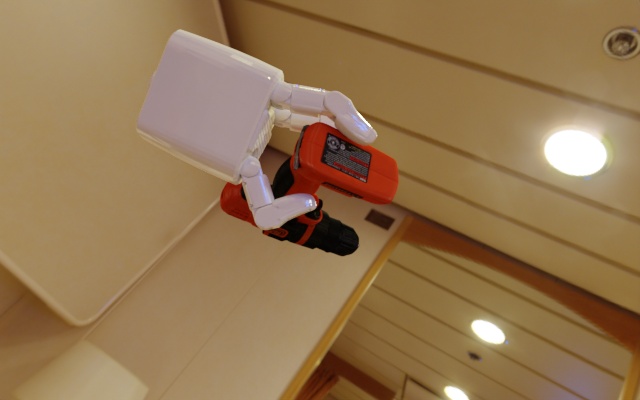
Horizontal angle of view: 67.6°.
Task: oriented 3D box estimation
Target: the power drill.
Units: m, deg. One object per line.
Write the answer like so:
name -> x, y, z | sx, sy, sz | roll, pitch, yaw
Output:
power drill -> 0.000, 0.001, 0.523 | 0.184, 0.057, 0.188 | 22, -31, -22
